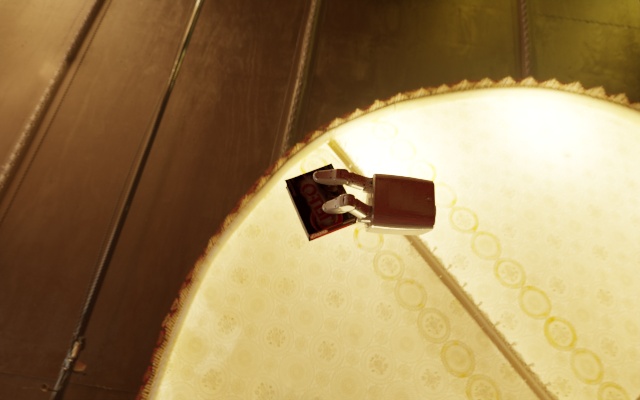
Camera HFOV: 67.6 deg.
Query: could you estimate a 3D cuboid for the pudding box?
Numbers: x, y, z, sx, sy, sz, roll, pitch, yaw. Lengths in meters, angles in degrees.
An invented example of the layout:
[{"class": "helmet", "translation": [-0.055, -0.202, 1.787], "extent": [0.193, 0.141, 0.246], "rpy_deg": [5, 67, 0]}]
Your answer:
[{"class": "pudding box", "translation": [0.000, 0.003, 0.814], "extent": [0.090, 0.113, 0.039], "rpy_deg": [-20, -25, -12]}]
